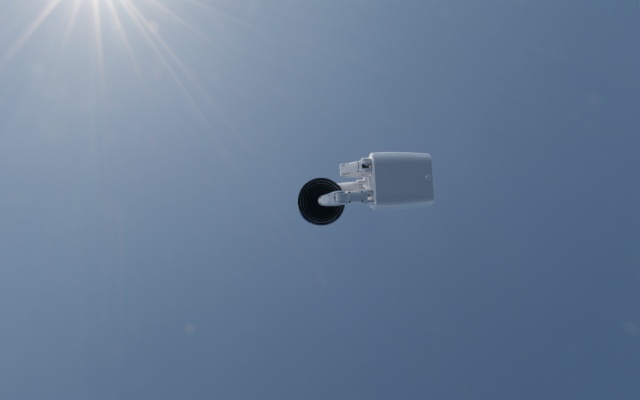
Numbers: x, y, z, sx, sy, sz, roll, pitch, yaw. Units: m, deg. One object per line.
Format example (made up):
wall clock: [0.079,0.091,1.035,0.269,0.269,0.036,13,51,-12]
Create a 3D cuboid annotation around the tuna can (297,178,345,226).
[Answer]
tuna can: [0.000,0.003,0.865,0.086,0.086,0.034,0,-4,-7]
